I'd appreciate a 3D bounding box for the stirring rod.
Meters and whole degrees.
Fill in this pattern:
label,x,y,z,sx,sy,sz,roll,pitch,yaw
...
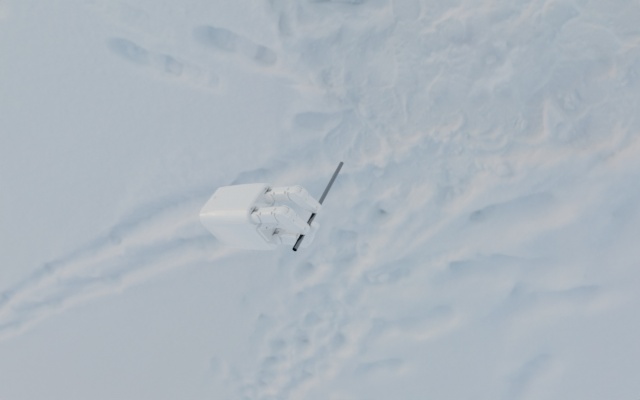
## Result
label,x,y,z,sx,sy,sz,roll,pitch,yaw
stirring rod,0.000,0.003,0.833,0.011,0.011,0.239,0,38,26
